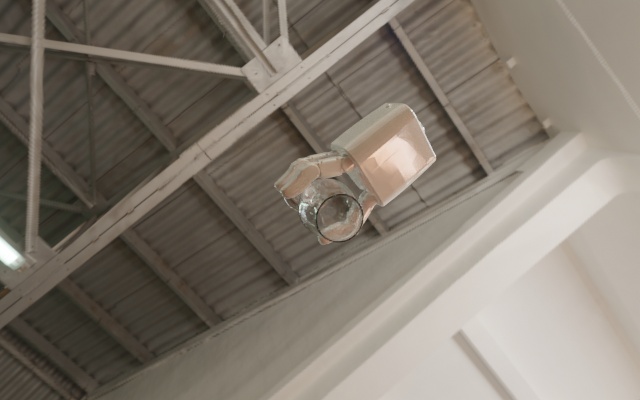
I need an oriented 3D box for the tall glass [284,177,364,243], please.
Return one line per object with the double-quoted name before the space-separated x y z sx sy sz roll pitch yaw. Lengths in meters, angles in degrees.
"tall glass" 0.000 0.002 0.677 0.079 0.079 0.201 0 12 -14
